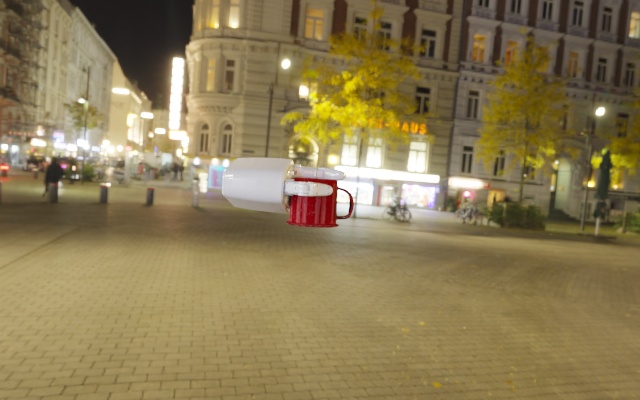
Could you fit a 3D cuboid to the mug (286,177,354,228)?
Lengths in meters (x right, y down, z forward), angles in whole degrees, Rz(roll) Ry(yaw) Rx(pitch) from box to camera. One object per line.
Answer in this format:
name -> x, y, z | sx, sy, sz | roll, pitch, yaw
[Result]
mug -> 0.002, 0.003, 0.834 | 0.117, 0.081, 0.093 | 4, 3, 7
